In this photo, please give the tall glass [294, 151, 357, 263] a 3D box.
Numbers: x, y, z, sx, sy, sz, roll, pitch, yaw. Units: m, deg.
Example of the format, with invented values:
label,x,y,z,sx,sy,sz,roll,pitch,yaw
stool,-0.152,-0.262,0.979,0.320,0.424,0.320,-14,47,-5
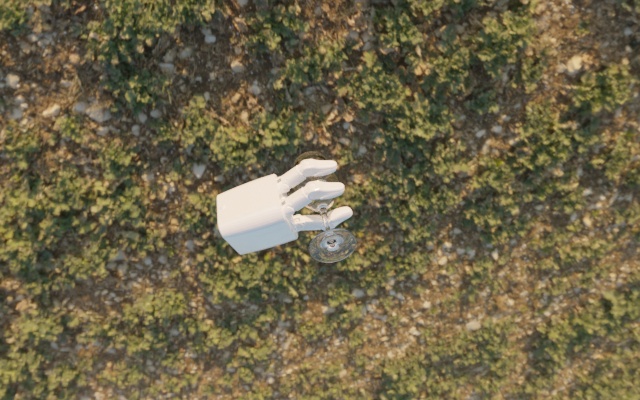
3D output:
label,x,y,z,sx,sy,sz,roll,pitch,yaw
tall glass,0.000,0.003,0.791,0.079,0.079,0.200,0,43,-14
